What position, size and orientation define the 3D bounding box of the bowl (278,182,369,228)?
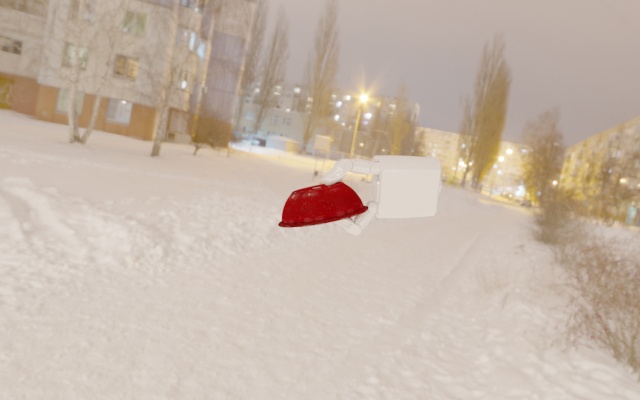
[{"bbox_3d":[-0.001,0.003,0.833,0.162,0.055,0.162,-11,6,1],"label":"bowl"}]
